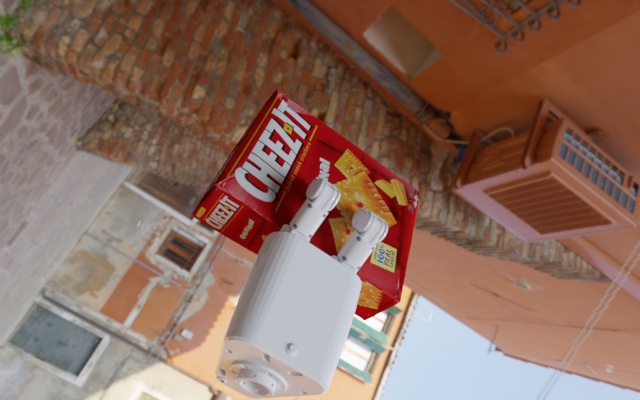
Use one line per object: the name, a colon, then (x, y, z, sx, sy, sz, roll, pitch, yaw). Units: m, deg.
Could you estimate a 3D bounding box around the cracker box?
cracker box: (0.000, 0.002, 0.515, 0.214, 0.164, 0.072, 34, -44, -13)
